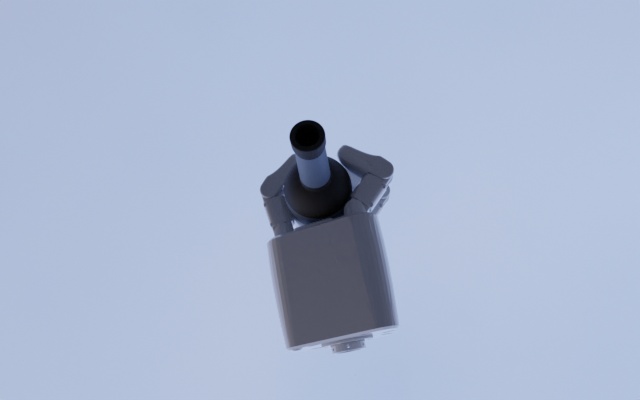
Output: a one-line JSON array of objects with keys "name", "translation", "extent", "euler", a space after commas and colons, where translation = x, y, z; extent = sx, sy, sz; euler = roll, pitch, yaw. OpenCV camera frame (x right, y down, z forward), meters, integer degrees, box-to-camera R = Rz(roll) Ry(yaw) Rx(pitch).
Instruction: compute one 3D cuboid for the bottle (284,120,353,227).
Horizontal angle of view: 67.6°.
[{"name": "bottle", "translation": [0.000, 0.002, 0.496], "extent": [0.069, 0.069, 0.296], "euler": [0, -20, 4]}]
